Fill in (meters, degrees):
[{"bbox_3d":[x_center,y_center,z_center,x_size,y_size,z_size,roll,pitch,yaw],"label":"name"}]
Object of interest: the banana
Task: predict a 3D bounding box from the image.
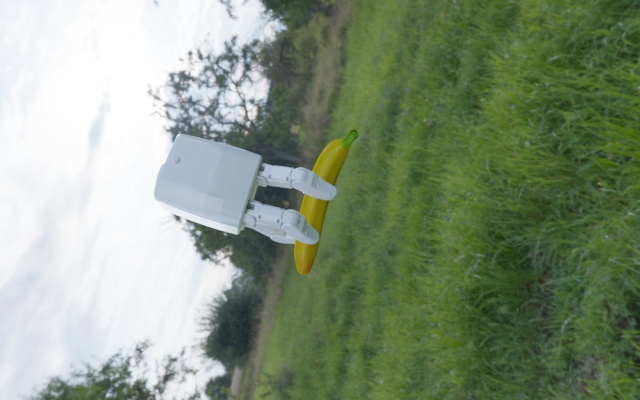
[{"bbox_3d":[-0.002,-0.001,0.638,0.037,0.198,0.069,19,-5,-10],"label":"banana"}]
